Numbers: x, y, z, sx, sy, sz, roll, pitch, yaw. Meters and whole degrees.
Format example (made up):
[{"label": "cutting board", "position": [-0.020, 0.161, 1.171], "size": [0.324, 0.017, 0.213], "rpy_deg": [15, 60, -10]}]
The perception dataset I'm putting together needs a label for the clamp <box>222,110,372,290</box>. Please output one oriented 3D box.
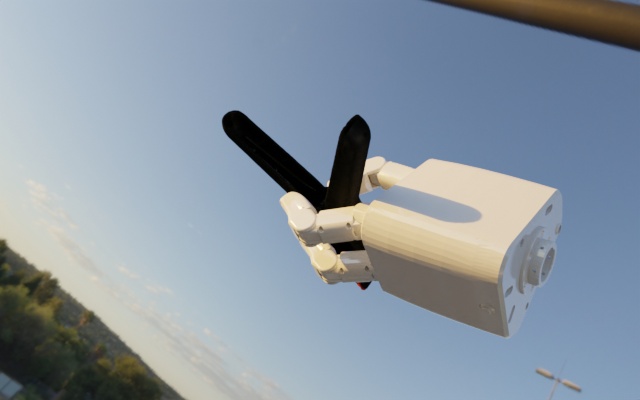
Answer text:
[{"label": "clamp", "position": [0.001, 0.001, 0.434], "size": [0.164, 0.210, 0.036], "rpy_deg": [19, 56, 40]}]
